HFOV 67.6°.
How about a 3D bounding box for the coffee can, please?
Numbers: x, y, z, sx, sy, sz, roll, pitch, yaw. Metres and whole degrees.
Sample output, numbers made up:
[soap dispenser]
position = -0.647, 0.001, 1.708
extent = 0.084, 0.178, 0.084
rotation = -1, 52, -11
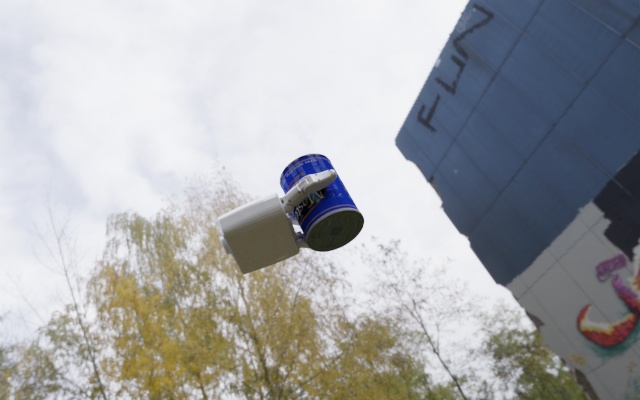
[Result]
[coffee can]
position = 0.000, 0.003, 0.822
extent = 0.103, 0.140, 0.103
rotation = -17, -38, -14
